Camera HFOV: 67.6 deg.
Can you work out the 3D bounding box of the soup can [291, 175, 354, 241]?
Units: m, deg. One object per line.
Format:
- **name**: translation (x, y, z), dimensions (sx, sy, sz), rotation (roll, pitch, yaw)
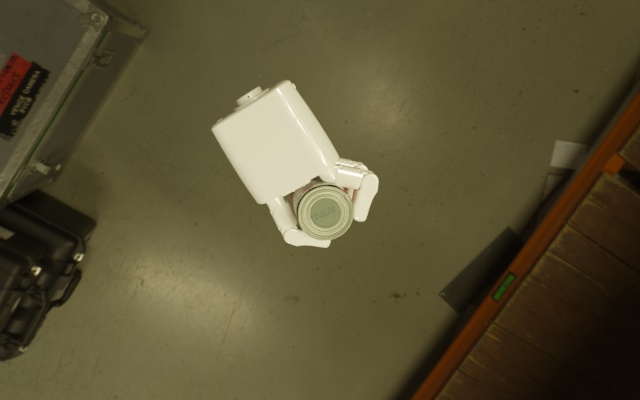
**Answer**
- **soup can**: translation (0.000, 0.002, 0.586), dimensions (0.068, 0.068, 0.102), rotation (0, 14, -7)
